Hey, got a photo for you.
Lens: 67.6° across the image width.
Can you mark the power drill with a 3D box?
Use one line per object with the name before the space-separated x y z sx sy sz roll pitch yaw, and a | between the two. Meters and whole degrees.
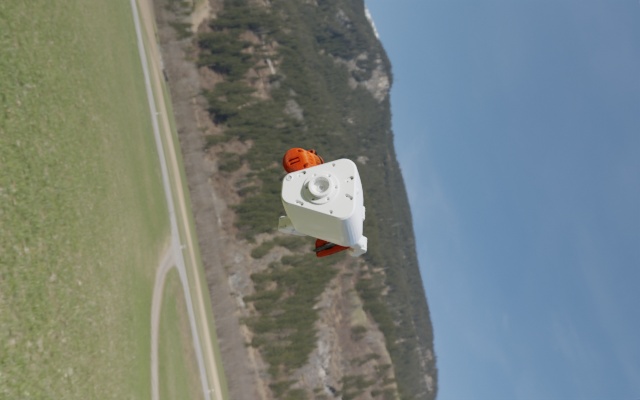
power drill | 0.000 0.003 0.844 0.057 0.187 0.184 -23 -7 13
